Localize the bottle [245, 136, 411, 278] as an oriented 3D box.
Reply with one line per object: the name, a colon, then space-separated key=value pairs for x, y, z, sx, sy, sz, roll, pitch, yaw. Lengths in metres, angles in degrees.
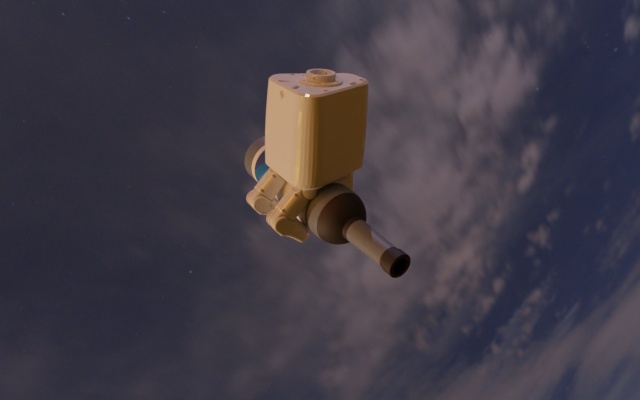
bottle: x=0.000 y=0.002 z=0.575 sx=0.069 sy=0.069 sz=0.295 roll=0 pitch=25 yaw=-36
